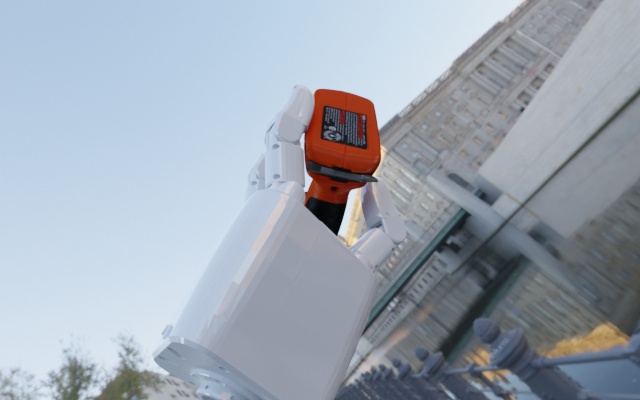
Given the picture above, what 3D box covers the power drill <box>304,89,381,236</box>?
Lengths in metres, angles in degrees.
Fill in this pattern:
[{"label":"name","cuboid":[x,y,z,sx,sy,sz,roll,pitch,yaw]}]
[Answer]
[{"label":"power drill","cuboid":[0.000,0.001,0.427,0.057,0.188,0.184,9,38,-6]}]
